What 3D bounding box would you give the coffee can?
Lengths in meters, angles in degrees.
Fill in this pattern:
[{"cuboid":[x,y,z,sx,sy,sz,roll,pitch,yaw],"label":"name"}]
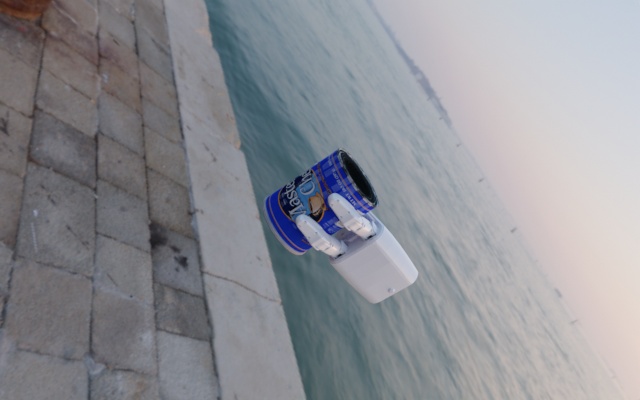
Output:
[{"cuboid":[0.000,0.002,0.707,0.140,0.103,0.103,-33,-11,17],"label":"coffee can"}]
